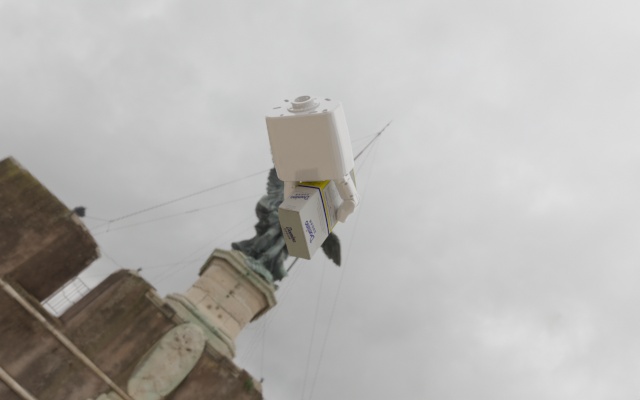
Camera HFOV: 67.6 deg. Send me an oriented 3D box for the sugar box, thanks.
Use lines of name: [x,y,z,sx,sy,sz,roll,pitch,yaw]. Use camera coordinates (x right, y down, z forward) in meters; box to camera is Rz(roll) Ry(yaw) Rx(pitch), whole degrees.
sugar box: [0.000,0.002,0.761,0.048,0.093,0.176,10,38,30]
